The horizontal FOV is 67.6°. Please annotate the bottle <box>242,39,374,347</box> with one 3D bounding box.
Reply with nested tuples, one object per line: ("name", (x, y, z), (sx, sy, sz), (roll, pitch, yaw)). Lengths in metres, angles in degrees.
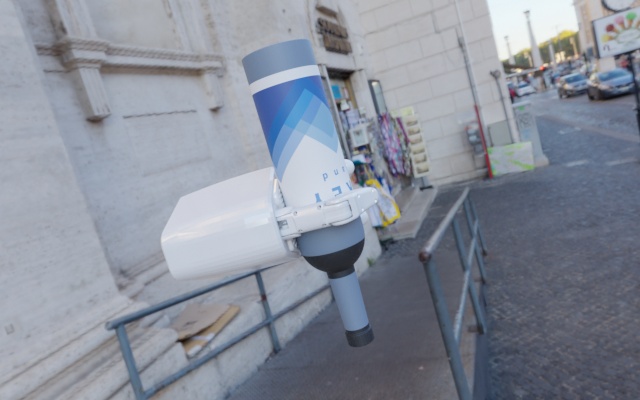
("bottle", (0.000, 0.001, 0.461), (0.069, 0.296, 0.069), (-16, 8, 2))
